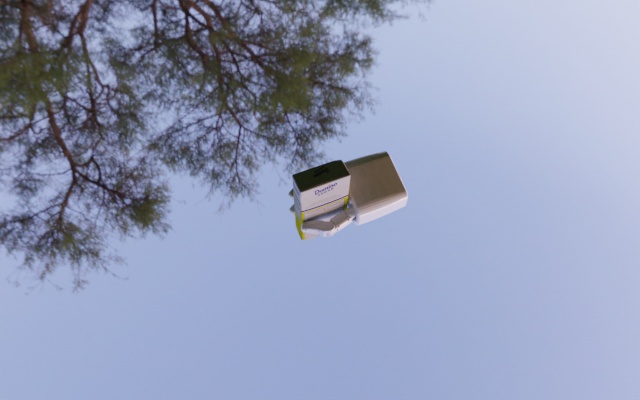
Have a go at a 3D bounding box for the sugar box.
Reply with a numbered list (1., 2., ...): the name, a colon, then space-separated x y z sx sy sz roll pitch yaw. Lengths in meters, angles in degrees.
1. sugar box: 0.000 0.002 0.862 0.093 0.048 0.176 -19 -32 -13
